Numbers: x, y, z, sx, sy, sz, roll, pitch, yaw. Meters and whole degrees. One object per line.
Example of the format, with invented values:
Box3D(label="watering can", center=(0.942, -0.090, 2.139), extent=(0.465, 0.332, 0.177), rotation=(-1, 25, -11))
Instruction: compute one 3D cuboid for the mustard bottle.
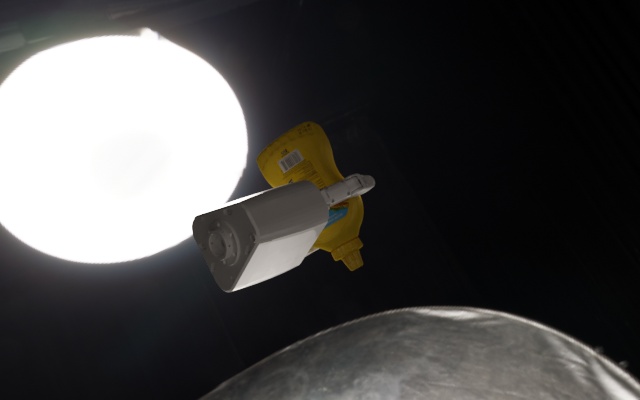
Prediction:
Box3D(label="mustard bottle", center=(0.000, 0.002, 0.613), extent=(0.096, 0.191, 0.058), rotation=(-32, -10, 17))
